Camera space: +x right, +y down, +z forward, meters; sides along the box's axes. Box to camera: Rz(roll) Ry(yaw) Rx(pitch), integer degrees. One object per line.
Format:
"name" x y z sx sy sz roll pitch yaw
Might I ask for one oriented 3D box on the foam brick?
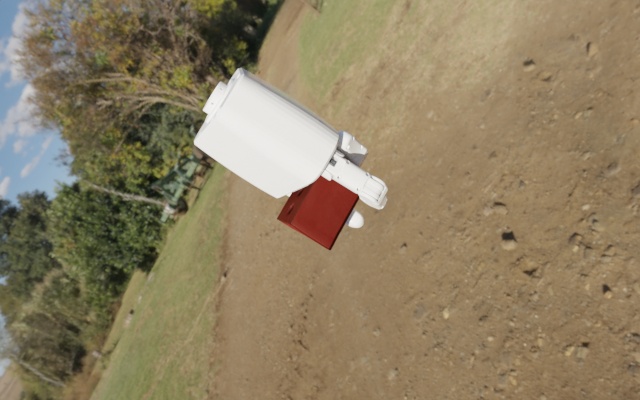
"foam brick" 0.000 0.002 0.488 0.051 0.078 0.053 31 -6 -20
